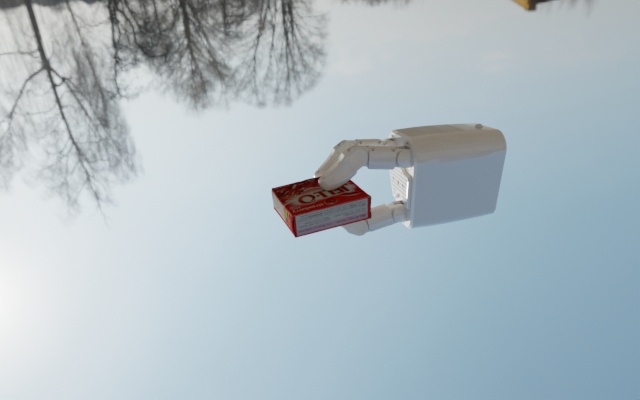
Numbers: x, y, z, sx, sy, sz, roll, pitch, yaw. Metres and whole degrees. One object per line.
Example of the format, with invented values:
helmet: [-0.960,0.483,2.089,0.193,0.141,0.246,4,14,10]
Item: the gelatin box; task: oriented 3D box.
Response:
gelatin box: [0.000,0.002,0.515,0.089,0.030,0.073,-14,29,-18]
